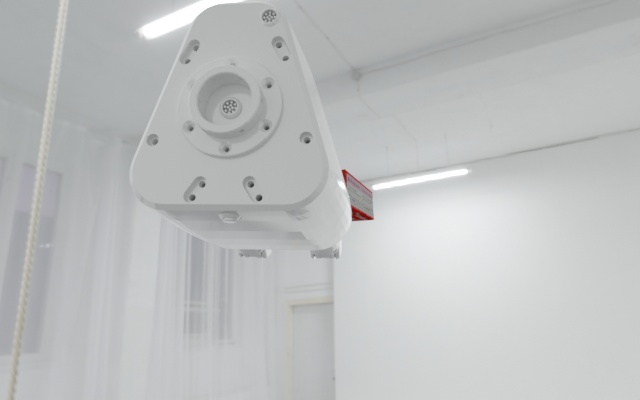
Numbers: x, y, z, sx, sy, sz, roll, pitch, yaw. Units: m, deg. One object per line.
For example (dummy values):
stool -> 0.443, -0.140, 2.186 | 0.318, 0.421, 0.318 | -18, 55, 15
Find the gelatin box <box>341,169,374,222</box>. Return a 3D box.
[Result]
gelatin box -> 0.000, 0.001, 0.409 | 0.073, 0.030, 0.089 | -6, -12, 19
